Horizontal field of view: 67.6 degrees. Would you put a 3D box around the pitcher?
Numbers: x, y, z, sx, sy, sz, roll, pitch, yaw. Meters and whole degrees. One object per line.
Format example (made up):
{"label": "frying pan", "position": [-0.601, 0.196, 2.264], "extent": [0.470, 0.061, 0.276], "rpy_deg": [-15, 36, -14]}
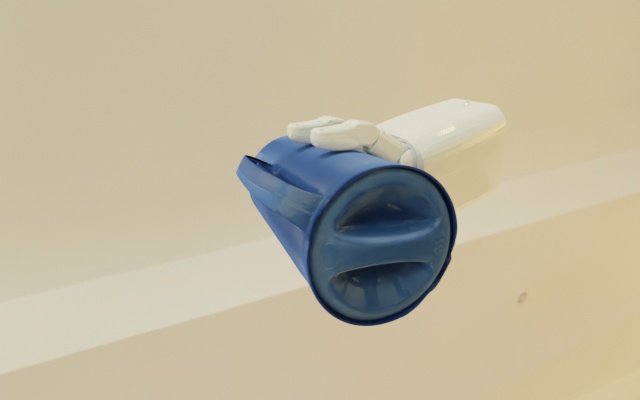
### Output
{"label": "pitcher", "position": [0.000, 0.002, 0.464], "extent": [0.145, 0.149, 0.242], "rpy_deg": [-23, 24, -16]}
